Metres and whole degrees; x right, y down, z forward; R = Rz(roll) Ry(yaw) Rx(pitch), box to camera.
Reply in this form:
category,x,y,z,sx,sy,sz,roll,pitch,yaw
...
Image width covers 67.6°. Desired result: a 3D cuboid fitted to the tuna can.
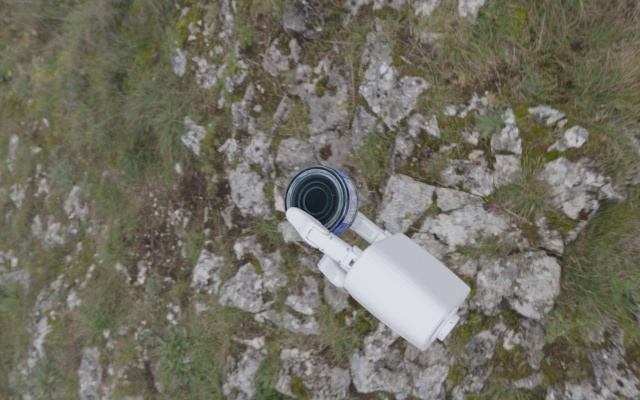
category,x,y,z,sx,sy,sz,roll,pitch,yaw
tuna can,0.000,0.002,0.563,0.086,0.086,0.034,0,-6,27
